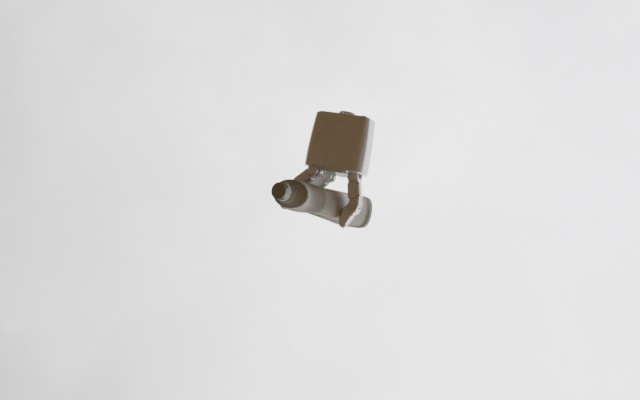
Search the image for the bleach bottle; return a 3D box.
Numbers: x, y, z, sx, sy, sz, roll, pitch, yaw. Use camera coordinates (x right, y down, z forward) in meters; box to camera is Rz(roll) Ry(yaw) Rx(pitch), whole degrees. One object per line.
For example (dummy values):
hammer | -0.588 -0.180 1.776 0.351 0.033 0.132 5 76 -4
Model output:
bleach bottle | 0.000 0.003 0.881 0.102 0.068 0.251 8 -4 31
